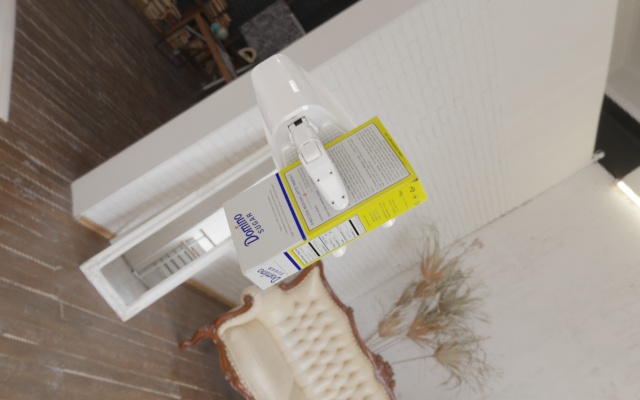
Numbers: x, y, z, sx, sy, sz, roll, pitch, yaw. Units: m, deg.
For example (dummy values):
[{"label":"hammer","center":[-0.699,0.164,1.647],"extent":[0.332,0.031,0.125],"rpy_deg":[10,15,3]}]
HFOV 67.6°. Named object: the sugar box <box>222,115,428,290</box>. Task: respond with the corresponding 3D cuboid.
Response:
[{"label":"sugar box","center":[0.000,0.002,0.452],"extent":[0.176,0.093,0.048],"rpy_deg":[-30,-41,6]}]
